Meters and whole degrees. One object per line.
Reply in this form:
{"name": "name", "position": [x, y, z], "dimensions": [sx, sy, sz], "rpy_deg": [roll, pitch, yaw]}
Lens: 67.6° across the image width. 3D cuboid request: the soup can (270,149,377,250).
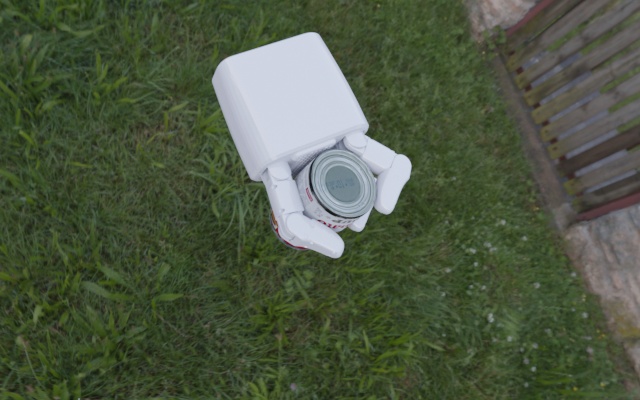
{"name": "soup can", "position": [0.000, 0.002, 0.456], "dimensions": [0.068, 0.068, 0.102], "rpy_deg": [0, -20, -27]}
